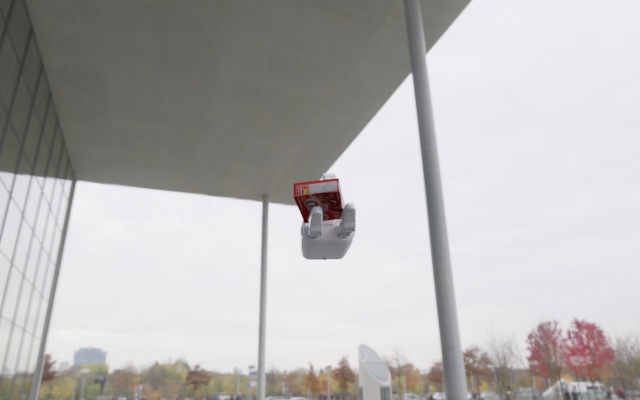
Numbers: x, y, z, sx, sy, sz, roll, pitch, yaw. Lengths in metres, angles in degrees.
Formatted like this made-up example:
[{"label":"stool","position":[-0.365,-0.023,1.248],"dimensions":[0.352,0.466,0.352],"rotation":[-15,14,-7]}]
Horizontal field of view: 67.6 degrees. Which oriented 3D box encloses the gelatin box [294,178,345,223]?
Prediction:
[{"label":"gelatin box","position":[0.000,0.002,0.778],"dimensions":[0.073,0.030,0.089],"rotation":[-6,-33,6]}]
